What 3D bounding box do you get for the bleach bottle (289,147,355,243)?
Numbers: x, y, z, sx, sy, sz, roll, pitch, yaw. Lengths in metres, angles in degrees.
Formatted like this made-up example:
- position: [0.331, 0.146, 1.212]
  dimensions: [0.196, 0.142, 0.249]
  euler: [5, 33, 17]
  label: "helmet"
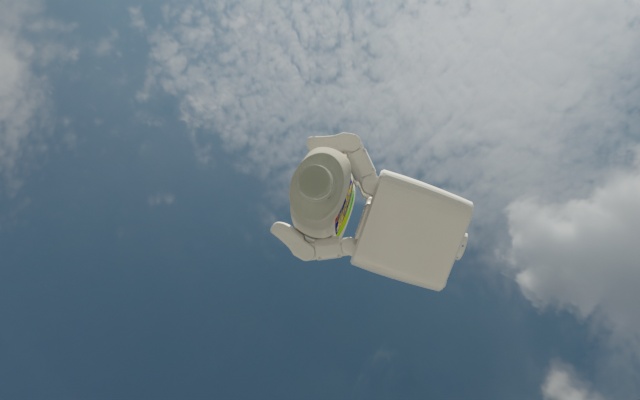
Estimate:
- position: [0.000, 0.002, 0.535]
  dimensions: [0.068, 0.102, 0.251]
  euler: [20, -3, 5]
  label: "bleach bottle"
